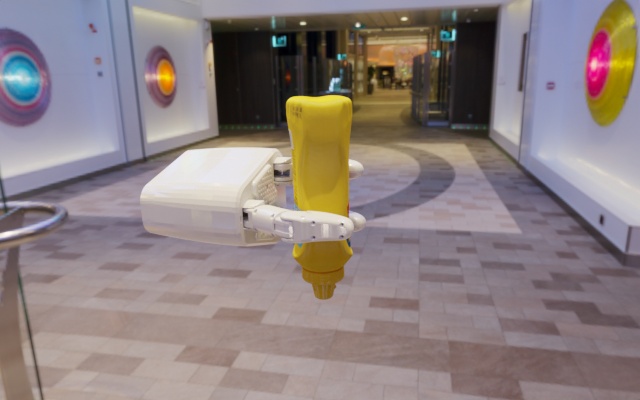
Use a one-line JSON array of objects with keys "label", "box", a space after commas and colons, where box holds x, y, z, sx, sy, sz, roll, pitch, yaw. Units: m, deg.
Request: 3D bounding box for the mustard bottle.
[{"label": "mustard bottle", "box": [0.000, 0.001, 0.444, 0.058, 0.192, 0.096, -3, 15, -6]}]
